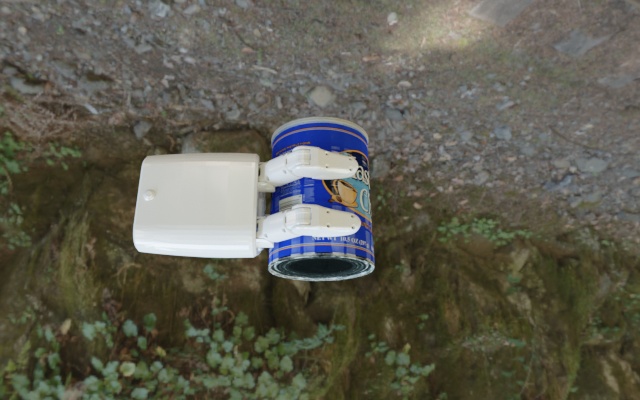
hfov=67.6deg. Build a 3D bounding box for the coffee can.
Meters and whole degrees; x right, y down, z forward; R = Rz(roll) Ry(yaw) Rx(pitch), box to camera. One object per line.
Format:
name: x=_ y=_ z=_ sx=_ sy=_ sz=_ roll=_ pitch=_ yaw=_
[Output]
coffee can: x=0.000 y=0.001 z=0.483 sx=0.103 sy=0.140 sz=0.103 roll=-1 pitch=-21 yaw=0
